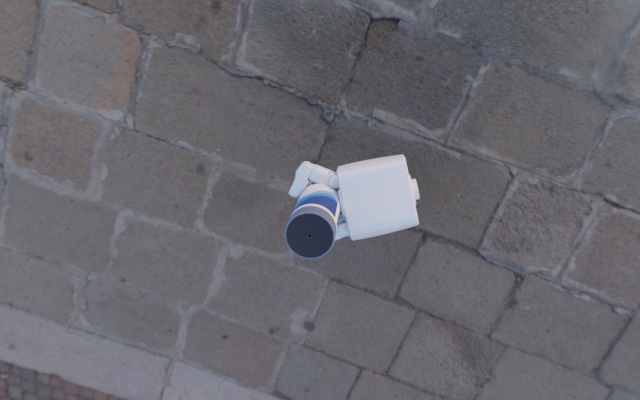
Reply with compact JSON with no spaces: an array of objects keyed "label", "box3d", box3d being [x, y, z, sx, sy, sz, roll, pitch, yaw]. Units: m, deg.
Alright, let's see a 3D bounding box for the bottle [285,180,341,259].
[{"label":"bottle","box3d":[0.000,0.003,0.757,0.069,0.069,0.295,0,17,6]}]
